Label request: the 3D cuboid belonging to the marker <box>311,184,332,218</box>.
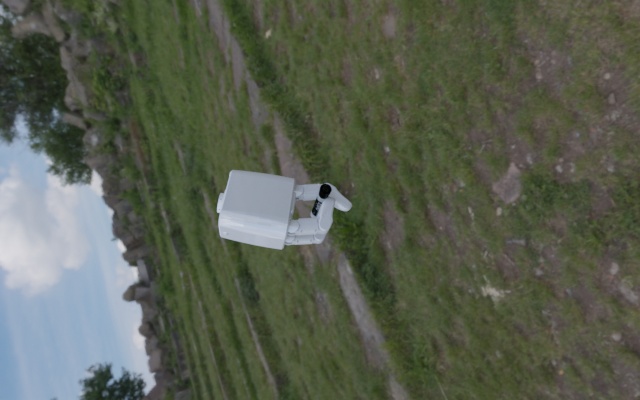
[{"bbox_3d":[0.000,0.003,0.790,0.020,0.020,0.121,0,-22,-9],"label":"marker"}]
